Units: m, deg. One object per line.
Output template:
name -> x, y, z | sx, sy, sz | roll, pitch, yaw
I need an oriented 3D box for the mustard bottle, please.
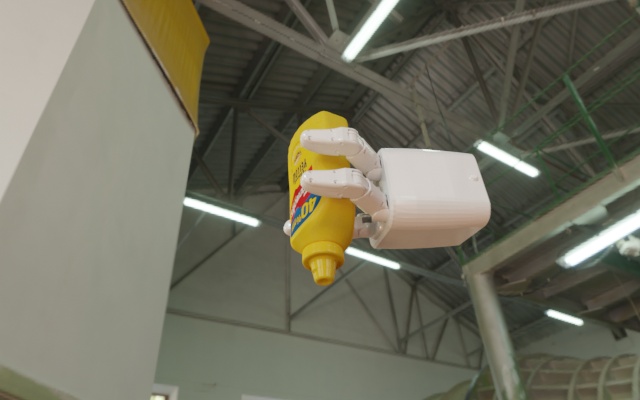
mustard bottle -> 0.000, 0.001, 0.509 | 0.058, 0.191, 0.096 | 17, -42, -24
